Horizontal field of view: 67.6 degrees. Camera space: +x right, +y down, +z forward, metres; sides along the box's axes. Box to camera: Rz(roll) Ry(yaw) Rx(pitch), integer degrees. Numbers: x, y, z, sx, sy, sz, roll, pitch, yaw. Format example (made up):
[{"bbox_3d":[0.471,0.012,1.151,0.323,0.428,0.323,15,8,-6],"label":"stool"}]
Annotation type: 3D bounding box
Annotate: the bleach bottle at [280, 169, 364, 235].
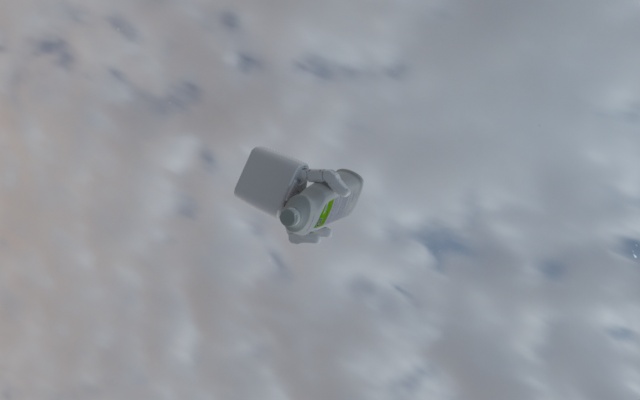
[{"bbox_3d":[0.000,0.003,0.883,0.068,0.102,0.251,24,17,19],"label":"bleach bottle"}]
